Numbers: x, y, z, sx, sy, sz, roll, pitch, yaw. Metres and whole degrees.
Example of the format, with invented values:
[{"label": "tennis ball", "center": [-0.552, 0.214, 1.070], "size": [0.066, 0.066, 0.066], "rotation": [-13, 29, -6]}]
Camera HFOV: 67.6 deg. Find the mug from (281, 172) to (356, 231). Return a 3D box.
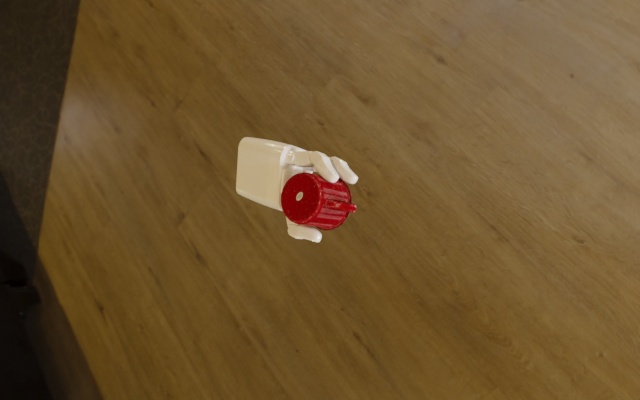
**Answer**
[{"label": "mug", "center": [0.001, 0.003, 0.757], "size": [0.117, 0.093, 0.081], "rotation": [15, 3, 34]}]
